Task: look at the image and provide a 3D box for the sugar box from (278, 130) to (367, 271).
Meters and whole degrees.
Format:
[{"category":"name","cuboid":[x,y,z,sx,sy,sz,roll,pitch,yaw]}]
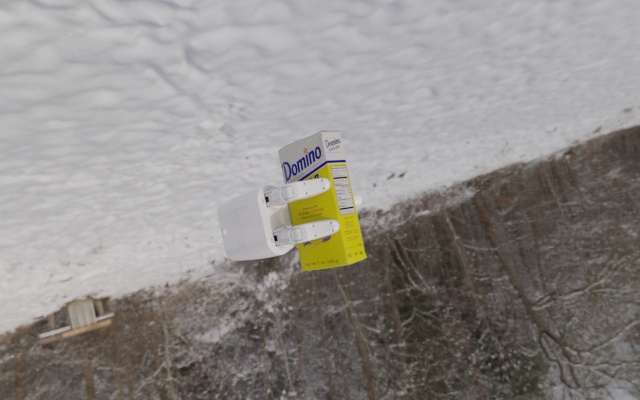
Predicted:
[{"category":"sugar box","cuboid":[0.000,0.002,0.649,0.093,0.176,0.048,-16,-4,44]}]
